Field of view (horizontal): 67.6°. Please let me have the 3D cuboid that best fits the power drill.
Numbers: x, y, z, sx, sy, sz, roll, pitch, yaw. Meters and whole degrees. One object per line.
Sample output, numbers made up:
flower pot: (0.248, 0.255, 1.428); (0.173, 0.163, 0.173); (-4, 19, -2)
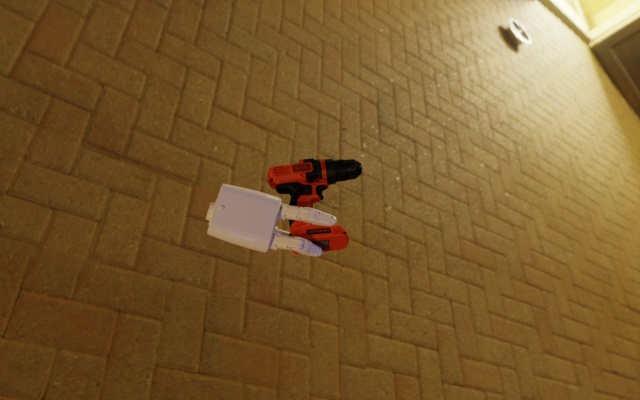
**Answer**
power drill: (0.000, 0.003, 0.885); (0.184, 0.187, 0.057); (-8, -36, -4)
